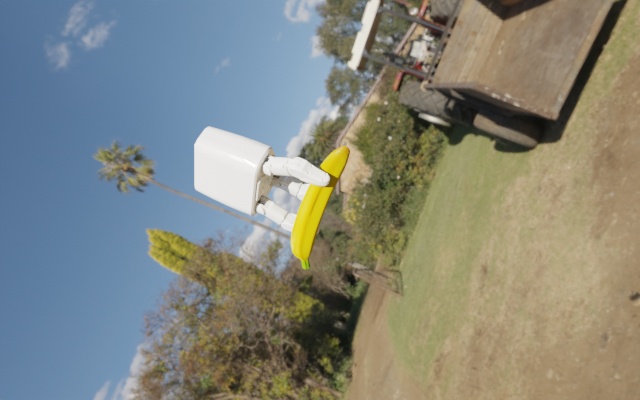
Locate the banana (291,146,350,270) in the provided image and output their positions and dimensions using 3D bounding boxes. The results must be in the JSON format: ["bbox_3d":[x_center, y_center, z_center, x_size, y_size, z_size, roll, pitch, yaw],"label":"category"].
[{"bbox_3d":[-0.004,0.002,0.702,0.037,0.198,0.069,20,-6,12],"label":"banana"}]
